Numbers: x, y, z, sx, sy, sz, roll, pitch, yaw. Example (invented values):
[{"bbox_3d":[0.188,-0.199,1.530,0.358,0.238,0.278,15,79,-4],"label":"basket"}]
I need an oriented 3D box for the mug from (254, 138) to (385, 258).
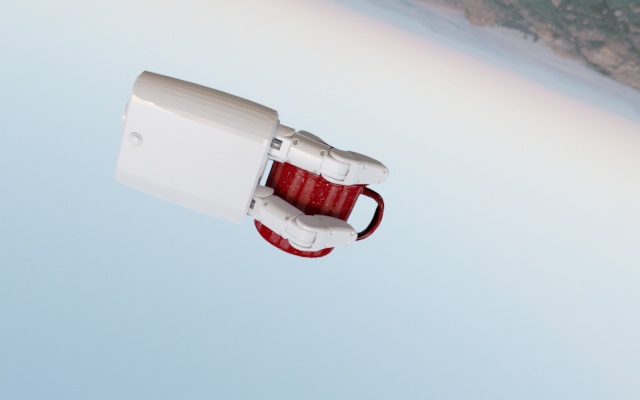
[{"bbox_3d":[0.001,0.002,0.435,0.117,0.081,0.093,19,23,-10],"label":"mug"}]
